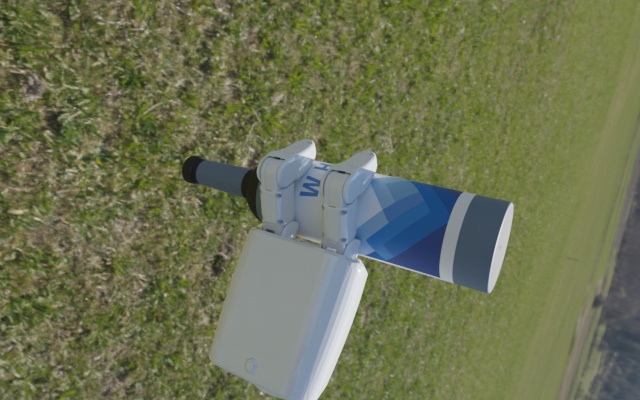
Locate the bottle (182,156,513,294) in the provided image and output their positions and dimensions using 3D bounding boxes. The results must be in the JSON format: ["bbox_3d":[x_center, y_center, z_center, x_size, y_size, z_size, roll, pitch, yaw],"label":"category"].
[{"bbox_3d":[0.000,0.001,0.402,0.295,0.069,0.069,14,7,27],"label":"bottle"}]
